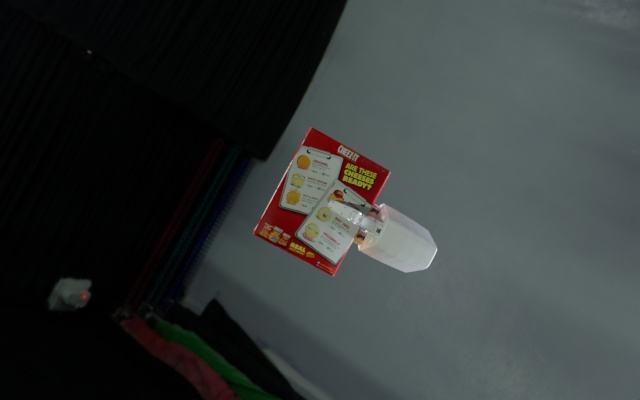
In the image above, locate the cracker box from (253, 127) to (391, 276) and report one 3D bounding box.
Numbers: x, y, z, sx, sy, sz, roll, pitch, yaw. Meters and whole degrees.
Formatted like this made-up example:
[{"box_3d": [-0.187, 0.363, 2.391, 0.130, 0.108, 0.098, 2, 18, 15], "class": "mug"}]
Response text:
[{"box_3d": [0.000, 0.003, 0.862, 0.164, 0.213, 0.072, 28, -1, -8], "class": "cracker box"}]
